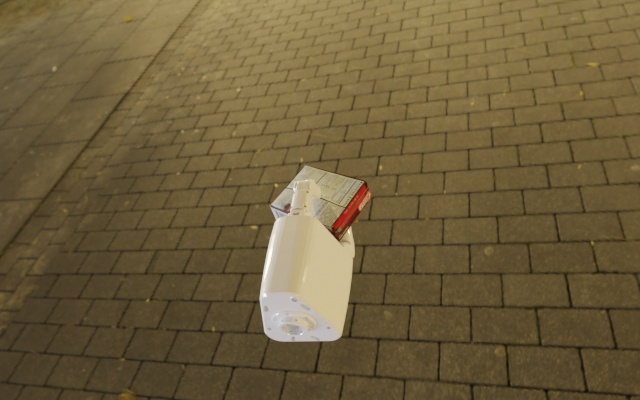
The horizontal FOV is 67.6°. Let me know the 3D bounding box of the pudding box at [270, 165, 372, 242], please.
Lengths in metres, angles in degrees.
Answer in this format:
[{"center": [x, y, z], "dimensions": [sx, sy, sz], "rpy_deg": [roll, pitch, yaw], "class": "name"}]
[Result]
[{"center": [0.000, 0.002, 0.656], "dimensions": [0.113, 0.090, 0.039], "rpy_deg": [19, -33, 34], "class": "pudding box"}]
